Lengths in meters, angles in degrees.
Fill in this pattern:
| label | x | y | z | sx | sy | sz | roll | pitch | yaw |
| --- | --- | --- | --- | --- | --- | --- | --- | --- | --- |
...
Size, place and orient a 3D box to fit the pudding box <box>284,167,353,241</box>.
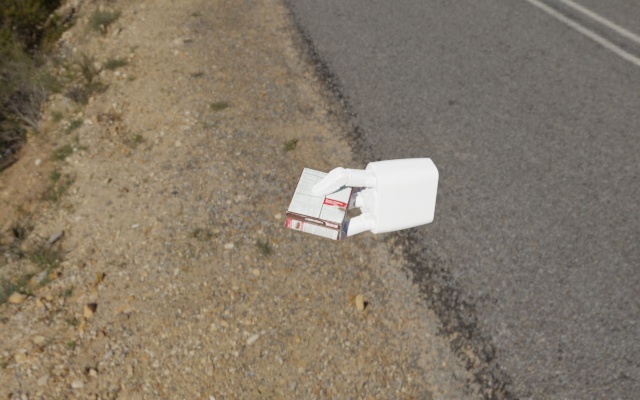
| label | x | y | z | sx | sy | sz | roll | pitch | yaw |
| --- | --- | --- | --- | --- | --- | --- | --- | --- | --- |
| pudding box | 0.000 | 0.002 | 0.758 | 0.090 | 0.039 | 0.113 | 13 | 43 | 5 |
